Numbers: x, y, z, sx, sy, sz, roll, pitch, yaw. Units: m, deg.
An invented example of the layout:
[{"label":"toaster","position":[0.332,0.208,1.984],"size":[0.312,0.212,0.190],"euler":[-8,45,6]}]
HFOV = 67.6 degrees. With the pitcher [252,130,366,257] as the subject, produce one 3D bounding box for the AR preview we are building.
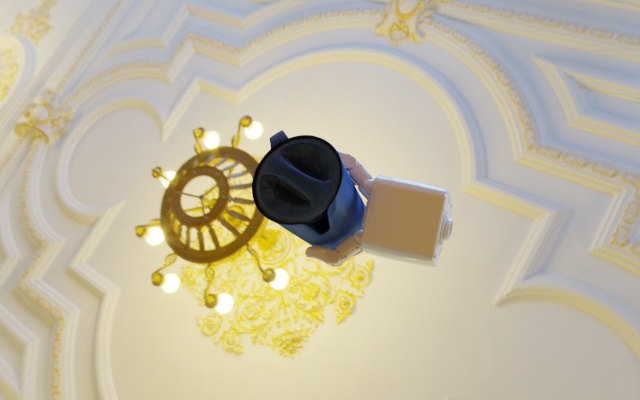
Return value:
[{"label":"pitcher","position":[0.000,0.003,0.748],"size":[0.145,0.149,0.243],"euler":[11,-17,24]}]
